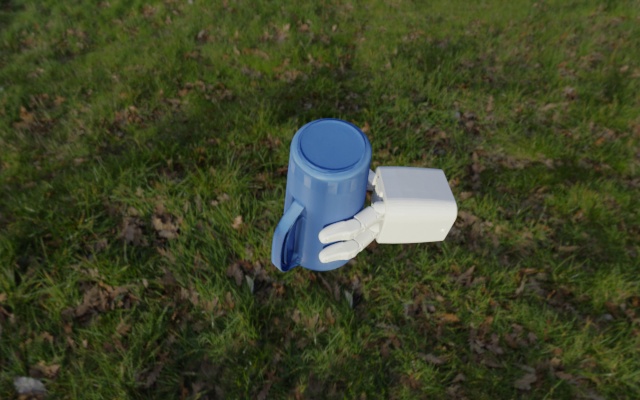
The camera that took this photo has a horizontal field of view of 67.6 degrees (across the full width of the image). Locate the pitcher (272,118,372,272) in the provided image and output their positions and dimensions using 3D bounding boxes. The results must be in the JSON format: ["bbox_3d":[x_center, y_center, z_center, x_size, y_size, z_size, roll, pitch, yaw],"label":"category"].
[{"bbox_3d":[0.000,0.002,0.713,0.145,0.149,0.243,1,-34,-4],"label":"pitcher"}]
